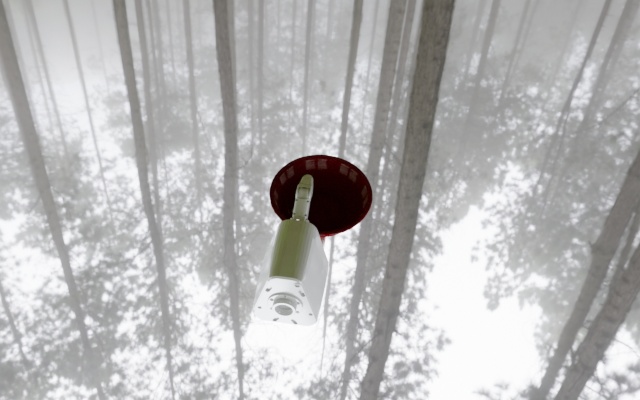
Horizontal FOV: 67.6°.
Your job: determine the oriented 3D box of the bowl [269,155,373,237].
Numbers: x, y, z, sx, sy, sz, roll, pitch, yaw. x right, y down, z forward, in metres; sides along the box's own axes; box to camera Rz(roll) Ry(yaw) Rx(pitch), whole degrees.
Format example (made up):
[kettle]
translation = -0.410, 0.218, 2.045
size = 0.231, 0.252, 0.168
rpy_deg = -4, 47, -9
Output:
[bowl]
translation = 0.001, 0.002, 0.767
size = 0.162, 0.162, 0.055
rpy_deg = 0, -37, -2
